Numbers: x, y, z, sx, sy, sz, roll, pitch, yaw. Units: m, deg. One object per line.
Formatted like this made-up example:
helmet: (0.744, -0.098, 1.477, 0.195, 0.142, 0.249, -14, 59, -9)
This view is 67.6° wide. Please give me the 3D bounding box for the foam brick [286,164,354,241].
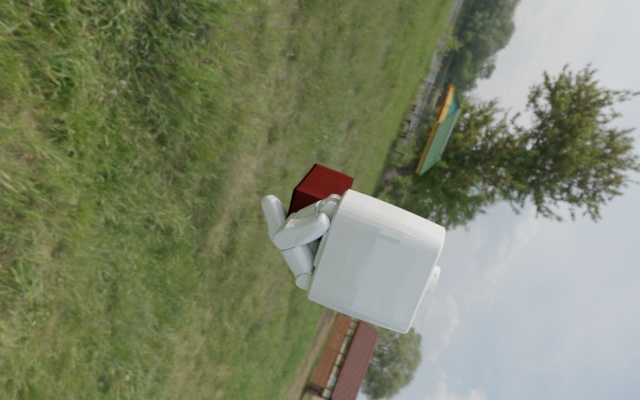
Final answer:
foam brick: (0.000, 0.002, 0.544, 0.051, 0.053, 0.078, 20, 31, 9)
